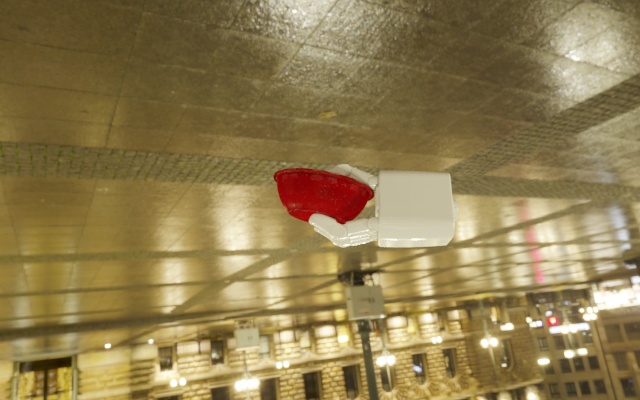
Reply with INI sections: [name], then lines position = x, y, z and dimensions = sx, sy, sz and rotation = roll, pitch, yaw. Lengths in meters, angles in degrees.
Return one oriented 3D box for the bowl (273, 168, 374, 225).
[bowl]
position = -0.001, 0.003, 0.744
dimensions = 0.162, 0.055, 0.162
rotation = 11, -14, 3
